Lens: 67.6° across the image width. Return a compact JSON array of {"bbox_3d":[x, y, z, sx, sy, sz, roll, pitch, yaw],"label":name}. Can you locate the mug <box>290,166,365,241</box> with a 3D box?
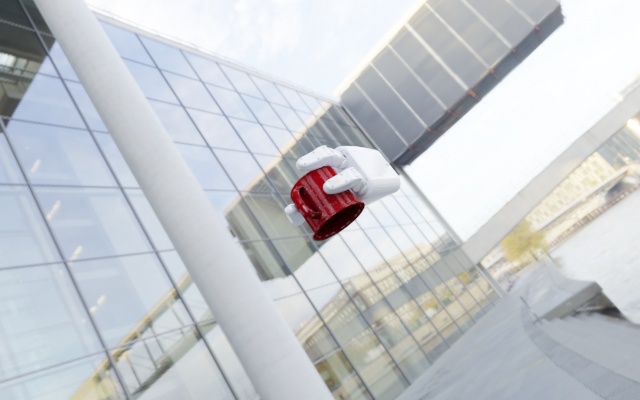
[{"bbox_3d":[-0.001,0.002,0.717,0.093,0.081,0.117,-47,-23,29],"label":"mug"}]
